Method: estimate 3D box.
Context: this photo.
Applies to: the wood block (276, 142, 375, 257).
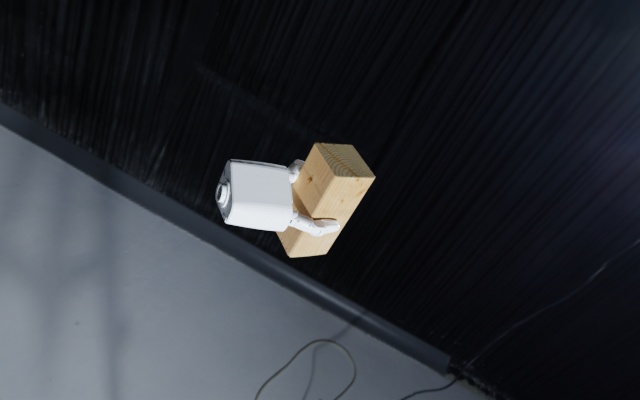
[{"bbox_3d":[0.000,0.003,0.884,0.090,0.090,0.206,-1,-44,-36],"label":"wood block"}]
